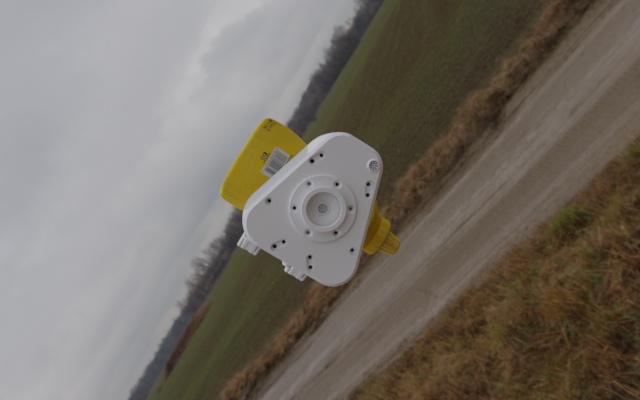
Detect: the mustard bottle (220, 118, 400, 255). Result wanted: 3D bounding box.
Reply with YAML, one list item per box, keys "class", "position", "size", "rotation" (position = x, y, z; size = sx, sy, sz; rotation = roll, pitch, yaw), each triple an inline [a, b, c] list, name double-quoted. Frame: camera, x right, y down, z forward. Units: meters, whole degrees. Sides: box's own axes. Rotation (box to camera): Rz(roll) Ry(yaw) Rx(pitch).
- class: "mustard bottle"
  position: [0.000, 0.002, 0.499]
  size: [0.191, 0.096, 0.058]
  rotation: [31, -24, -6]
